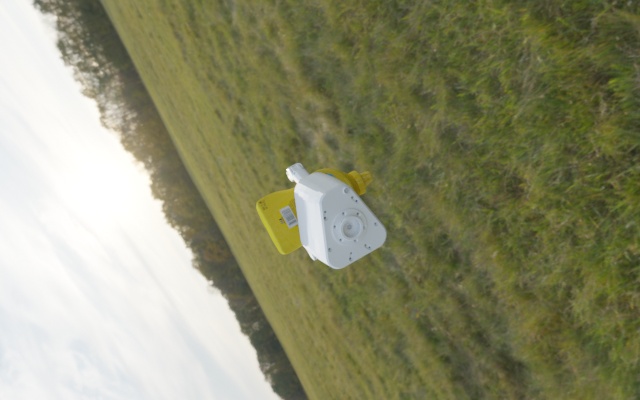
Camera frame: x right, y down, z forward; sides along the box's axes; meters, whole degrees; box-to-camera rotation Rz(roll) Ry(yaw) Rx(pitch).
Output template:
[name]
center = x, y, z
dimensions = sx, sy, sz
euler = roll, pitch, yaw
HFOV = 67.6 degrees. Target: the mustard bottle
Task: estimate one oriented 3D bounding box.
[mustard bottle]
center = 0.000, 0.003, 0.771
dimensions = 0.191, 0.096, 0.058
euler = -28, -7, -12
